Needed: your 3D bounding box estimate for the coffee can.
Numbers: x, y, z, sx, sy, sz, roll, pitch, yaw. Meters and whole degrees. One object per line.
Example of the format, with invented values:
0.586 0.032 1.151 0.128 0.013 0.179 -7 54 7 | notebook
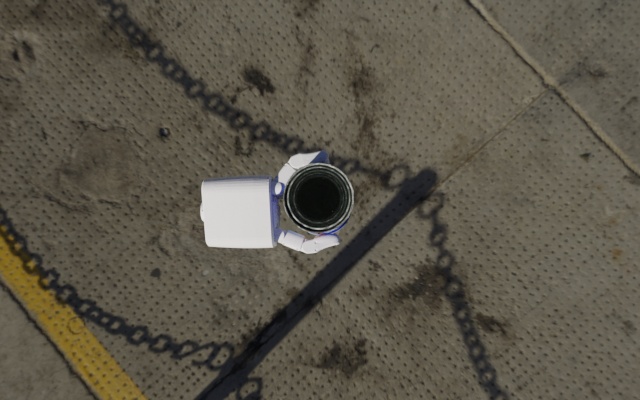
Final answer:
0.000 0.003 0.749 0.103 0.103 0.140 0 -5 2 | coffee can
